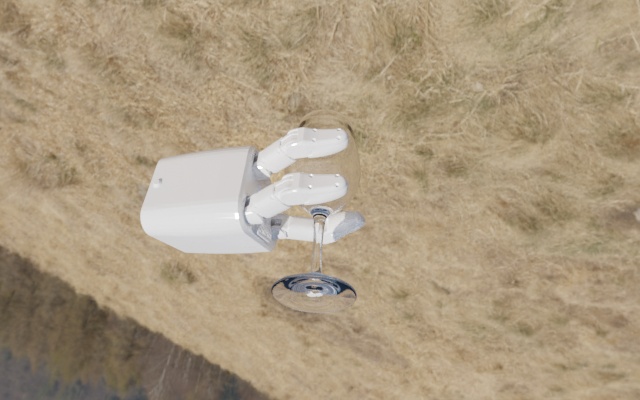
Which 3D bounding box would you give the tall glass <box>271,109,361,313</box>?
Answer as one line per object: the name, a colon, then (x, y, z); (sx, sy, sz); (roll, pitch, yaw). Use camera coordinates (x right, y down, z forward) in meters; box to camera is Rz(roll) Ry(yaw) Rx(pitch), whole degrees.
tall glass: (0.000, 0.002, 0.469); (0.079, 0.201, 0.079); (3, -36, 2)
